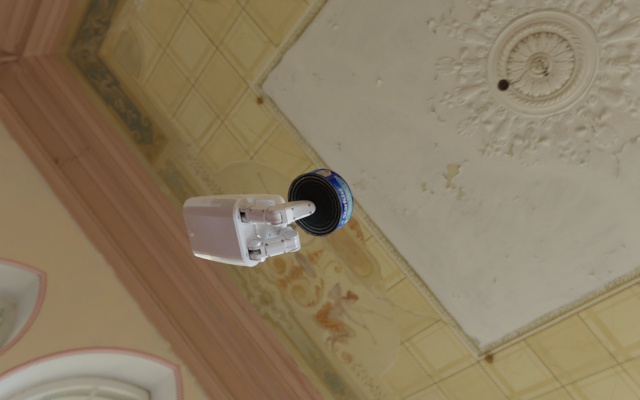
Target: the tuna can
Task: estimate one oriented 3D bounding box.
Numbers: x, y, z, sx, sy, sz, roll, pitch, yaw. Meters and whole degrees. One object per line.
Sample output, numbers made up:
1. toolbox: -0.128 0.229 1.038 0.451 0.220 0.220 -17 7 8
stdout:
1. tuna can: 0.000 0.002 0.629 0.086 0.086 0.033 0 16 36
